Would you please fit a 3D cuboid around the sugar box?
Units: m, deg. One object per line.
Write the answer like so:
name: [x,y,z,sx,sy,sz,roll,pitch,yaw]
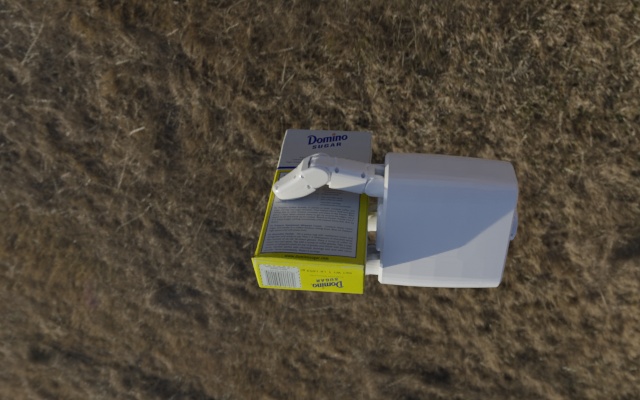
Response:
sugar box: [0.000,0.002,0.452,0.093,0.048,0.176,3,43,7]
